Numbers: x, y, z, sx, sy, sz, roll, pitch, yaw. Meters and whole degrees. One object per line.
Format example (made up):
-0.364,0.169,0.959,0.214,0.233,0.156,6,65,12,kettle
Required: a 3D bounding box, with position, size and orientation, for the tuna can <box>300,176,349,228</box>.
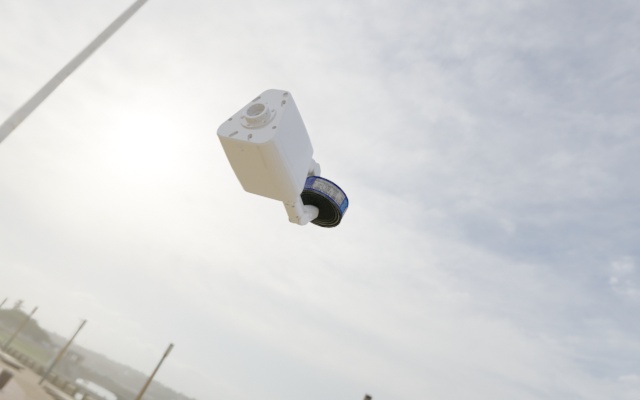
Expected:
0.000,0.002,0.742,0.086,0.033,0.086,21,-35,15,tuna can
